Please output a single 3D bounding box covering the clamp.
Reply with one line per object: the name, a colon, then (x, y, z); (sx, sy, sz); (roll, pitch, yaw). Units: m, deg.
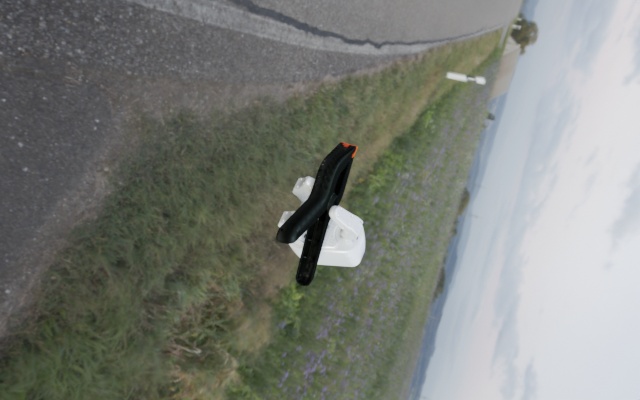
clamp: (0.001, 0.002, 0.651); (0.036, 0.210, 0.165); (18, -18, 15)
